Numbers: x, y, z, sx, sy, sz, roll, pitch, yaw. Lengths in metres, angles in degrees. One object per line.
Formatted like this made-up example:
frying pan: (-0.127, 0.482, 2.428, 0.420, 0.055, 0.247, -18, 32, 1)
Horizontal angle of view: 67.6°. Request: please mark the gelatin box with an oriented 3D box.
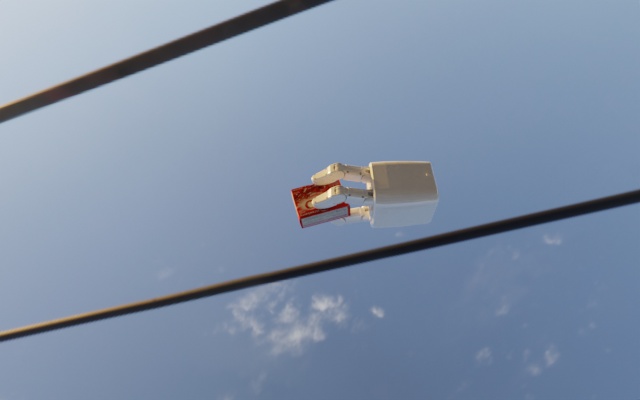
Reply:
gelatin box: (0.000, 0.003, 0.824, 0.089, 0.073, 0.030, -15, -43, -4)
